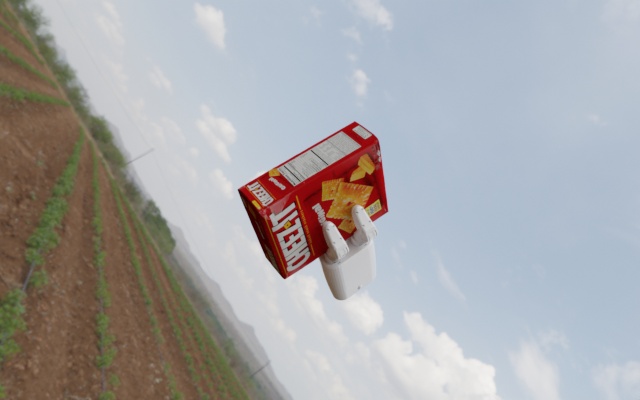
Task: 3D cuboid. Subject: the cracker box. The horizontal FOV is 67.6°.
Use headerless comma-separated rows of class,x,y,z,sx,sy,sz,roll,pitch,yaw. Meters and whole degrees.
cracker box,0.000,0.002,0.738,0.213,0.164,0.072,-32,48,-17
